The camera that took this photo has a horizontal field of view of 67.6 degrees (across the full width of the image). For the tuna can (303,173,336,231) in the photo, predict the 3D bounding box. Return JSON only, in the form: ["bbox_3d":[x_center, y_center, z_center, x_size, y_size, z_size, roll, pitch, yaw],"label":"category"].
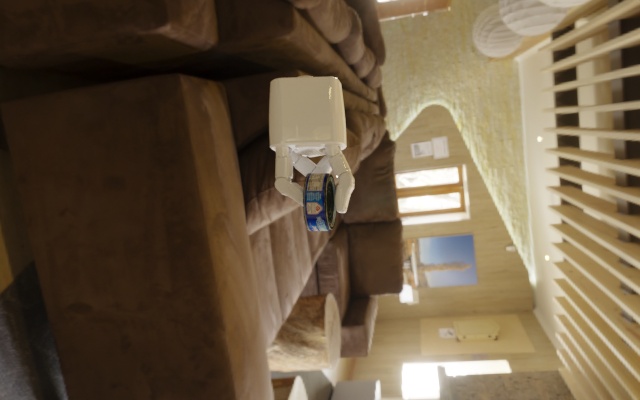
[{"bbox_3d":[0.001,0.002,0.698,0.034,0.086,0.086,-1,0,12],"label":"tuna can"}]
